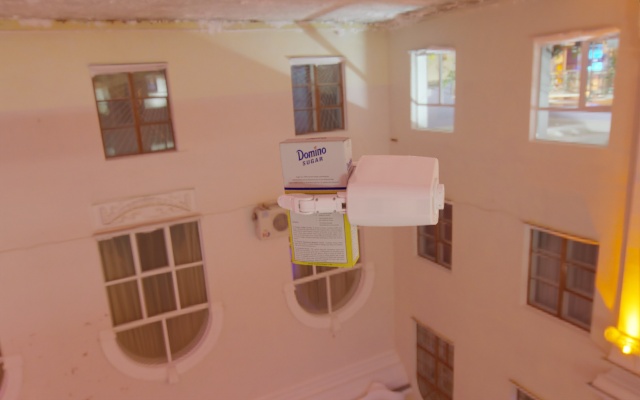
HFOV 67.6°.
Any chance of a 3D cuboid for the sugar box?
[{"bbox_3d":[0.000,0.002,0.659,0.093,0.176,0.048,1,15,18],"label":"sugar box"}]
